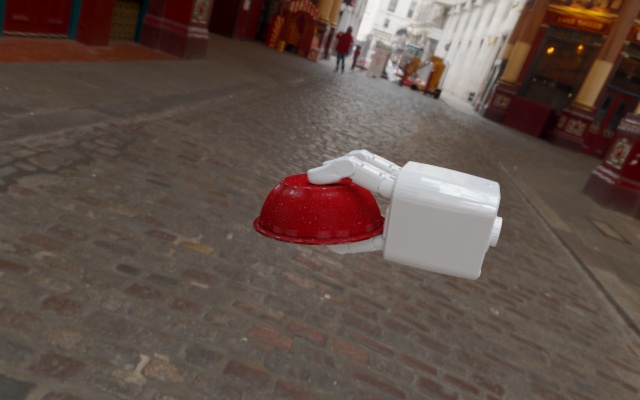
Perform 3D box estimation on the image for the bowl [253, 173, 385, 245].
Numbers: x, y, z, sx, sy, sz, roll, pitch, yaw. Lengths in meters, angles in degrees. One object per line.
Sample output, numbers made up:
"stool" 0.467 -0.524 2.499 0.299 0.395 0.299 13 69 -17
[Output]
"bowl" -0.001 0.001 0.568 0.162 0.055 0.162 0 14 0
